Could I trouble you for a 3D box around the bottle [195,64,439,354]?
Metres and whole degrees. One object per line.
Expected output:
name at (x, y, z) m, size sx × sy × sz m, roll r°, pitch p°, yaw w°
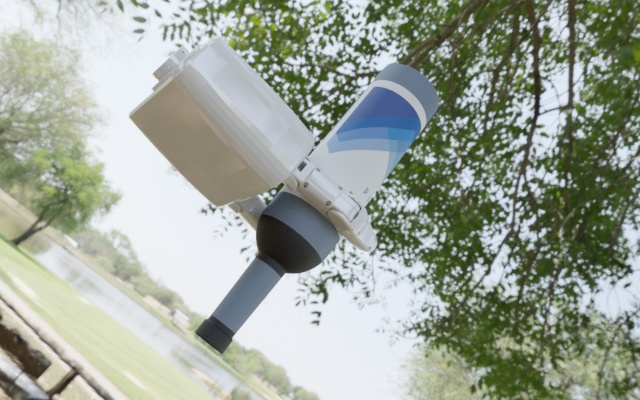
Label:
bottle at (0.000, 0.001, 0.416) m, size 0.069 × 0.295 × 0.069 m, roll 33°, pitch -21°, yaw 14°
